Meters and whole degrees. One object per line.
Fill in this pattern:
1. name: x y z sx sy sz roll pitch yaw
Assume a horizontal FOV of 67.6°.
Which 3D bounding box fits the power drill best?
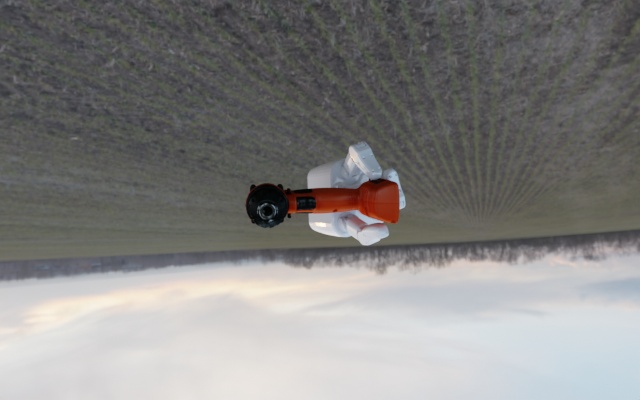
1. power drill: 0.001 0.002 0.603 0.187 0.057 0.184 0 6 -7
